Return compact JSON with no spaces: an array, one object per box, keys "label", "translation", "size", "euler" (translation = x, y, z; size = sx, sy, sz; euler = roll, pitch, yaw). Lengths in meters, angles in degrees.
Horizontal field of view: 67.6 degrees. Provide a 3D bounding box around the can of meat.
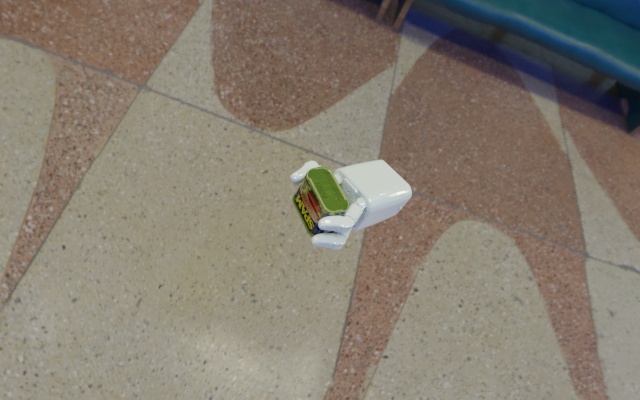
[{"label":"can of meat","translation":[0.000,0.003,0.843],"size":[0.057,0.102,0.084],"euler":[-14,-27,-29]}]
